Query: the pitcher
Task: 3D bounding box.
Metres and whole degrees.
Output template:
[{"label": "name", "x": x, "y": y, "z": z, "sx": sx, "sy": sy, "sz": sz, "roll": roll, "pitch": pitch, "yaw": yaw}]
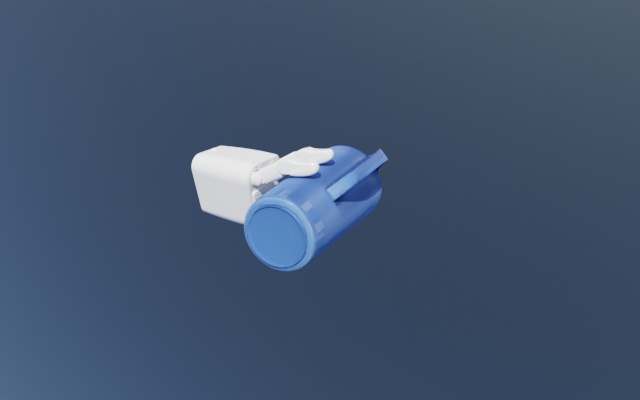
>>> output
[{"label": "pitcher", "x": 0.000, "y": 0.002, "z": 0.714, "sx": 0.145, "sy": 0.149, "sz": 0.242, "roll": 14, "pitch": 25, "yaw": 21}]
